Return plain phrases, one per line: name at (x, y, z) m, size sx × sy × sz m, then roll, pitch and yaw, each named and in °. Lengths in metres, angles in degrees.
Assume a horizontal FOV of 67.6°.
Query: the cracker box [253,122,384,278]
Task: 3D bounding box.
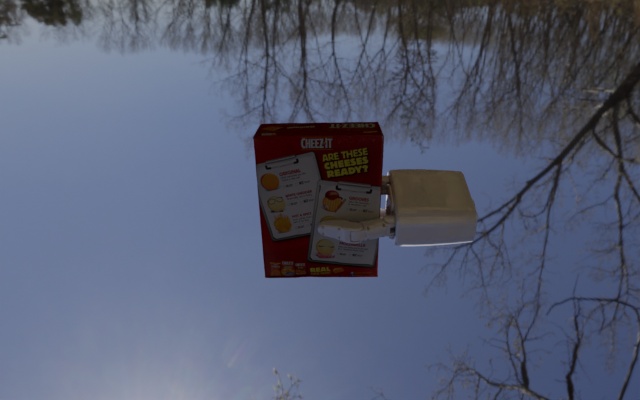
cracker box at (0.000, 0.002, 0.661) m, size 0.164 × 0.214 × 0.072 m, roll -1°, pitch 26°, yaw 1°
